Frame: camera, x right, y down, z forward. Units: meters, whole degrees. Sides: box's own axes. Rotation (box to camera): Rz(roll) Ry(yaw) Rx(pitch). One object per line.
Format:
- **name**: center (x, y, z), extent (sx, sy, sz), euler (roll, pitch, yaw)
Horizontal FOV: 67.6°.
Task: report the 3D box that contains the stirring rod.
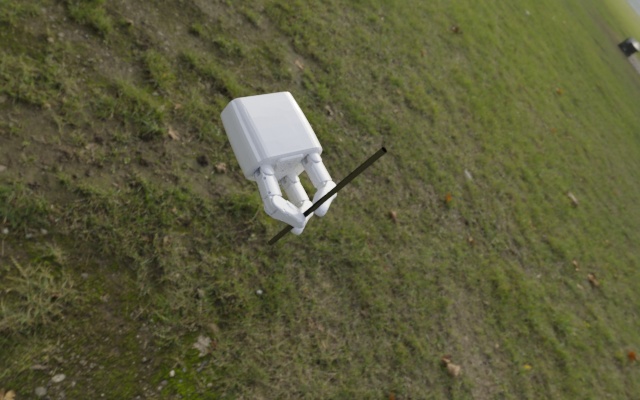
- **stirring rod**: center (0.000, 0.002, 0.623), extent (0.011, 0.011, 0.240), euler (0, -30, -45)
